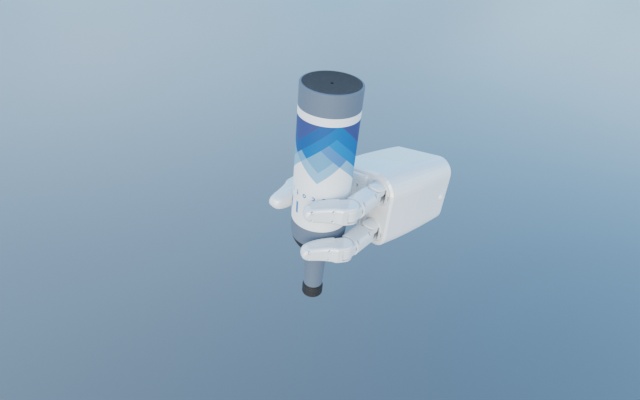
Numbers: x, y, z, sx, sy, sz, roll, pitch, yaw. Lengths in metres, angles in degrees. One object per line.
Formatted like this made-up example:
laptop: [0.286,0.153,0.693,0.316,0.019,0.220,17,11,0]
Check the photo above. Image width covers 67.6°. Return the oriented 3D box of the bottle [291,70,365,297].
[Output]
bottle: [0.000,0.002,0.559,0.069,0.296,0.069,4,36,-3]
